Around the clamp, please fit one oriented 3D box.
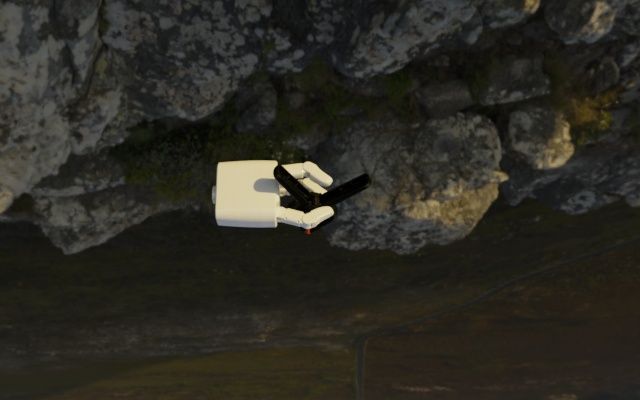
[{"bbox_3d":[0.000,0.004,0.866,0.164,0.036,0.210,3,-30,-1],"label":"clamp"}]
